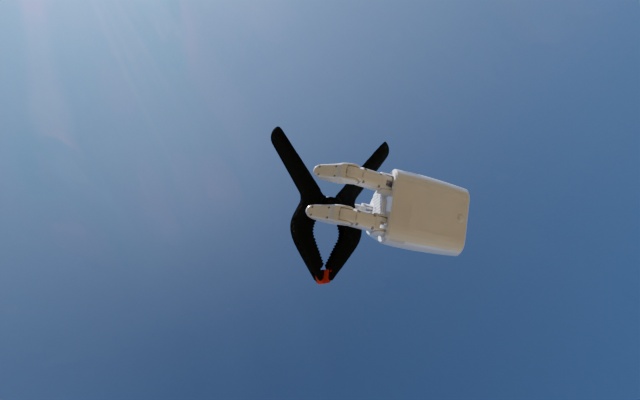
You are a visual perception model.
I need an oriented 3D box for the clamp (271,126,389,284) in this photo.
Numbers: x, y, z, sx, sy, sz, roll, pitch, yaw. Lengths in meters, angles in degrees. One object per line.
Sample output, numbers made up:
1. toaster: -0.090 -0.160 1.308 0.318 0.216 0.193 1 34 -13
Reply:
1. clamp: 0.000 0.003 0.631 0.164 0.210 0.036 13 -15 -9
